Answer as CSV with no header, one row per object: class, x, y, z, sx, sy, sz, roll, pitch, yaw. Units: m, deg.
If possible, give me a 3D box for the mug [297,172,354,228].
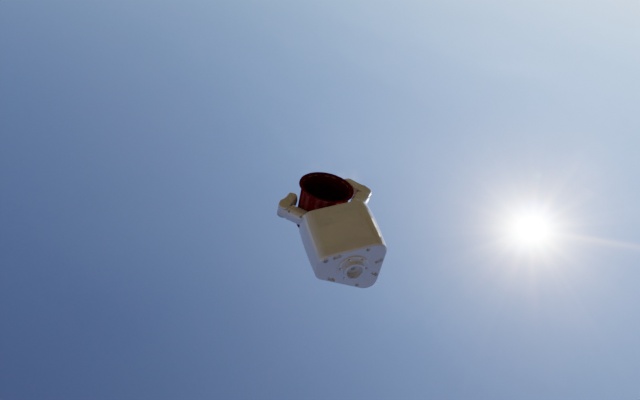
mug,0.000,0.002,0.825,0.093,0.081,0.117,2,34,-17
